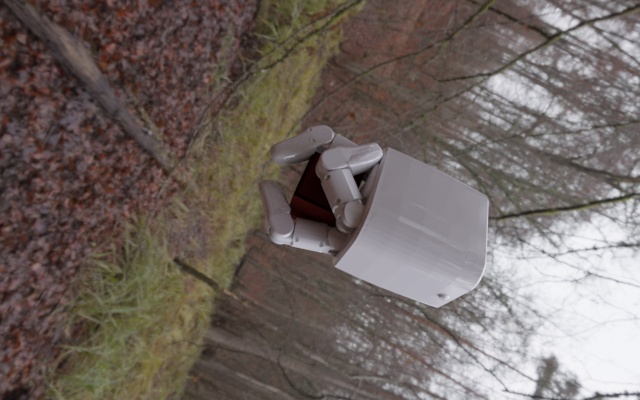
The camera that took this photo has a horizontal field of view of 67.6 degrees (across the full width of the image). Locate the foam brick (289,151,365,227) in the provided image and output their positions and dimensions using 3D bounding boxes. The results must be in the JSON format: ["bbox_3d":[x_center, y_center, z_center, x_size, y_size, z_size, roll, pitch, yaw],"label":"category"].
[{"bbox_3d":[0.000,0.001,0.452,0.051,0.053,0.078,24,-28,-2],"label":"foam brick"}]
